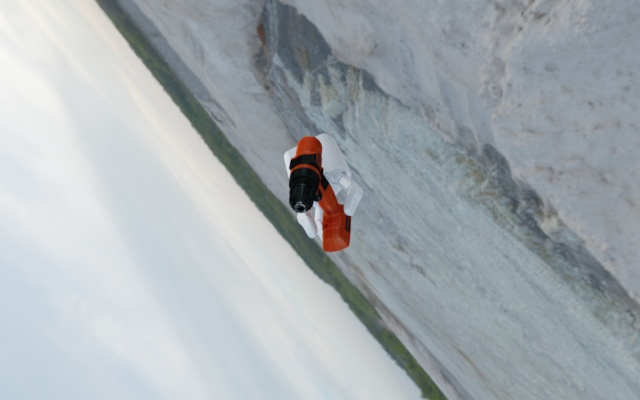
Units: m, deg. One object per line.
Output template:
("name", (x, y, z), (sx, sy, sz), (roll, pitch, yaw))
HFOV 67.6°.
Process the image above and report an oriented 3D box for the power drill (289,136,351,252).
("power drill", (0.000, 0.003, 0.845), (0.057, 0.188, 0.184), (-12, 38, 17))
